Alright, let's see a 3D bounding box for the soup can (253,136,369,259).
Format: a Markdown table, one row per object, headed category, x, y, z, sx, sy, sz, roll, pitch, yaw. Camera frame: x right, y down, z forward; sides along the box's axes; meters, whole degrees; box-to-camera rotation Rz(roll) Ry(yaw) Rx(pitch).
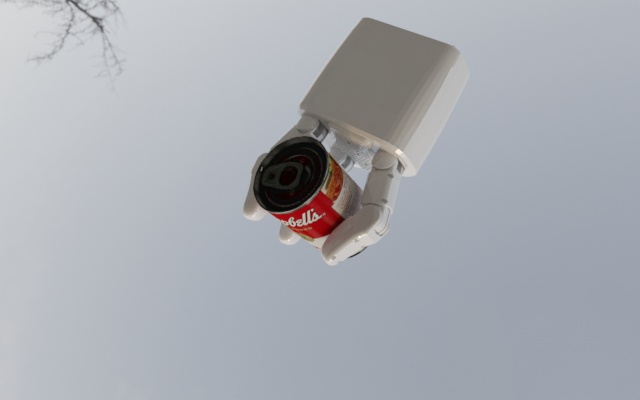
| category | x | y | z | sx | sy | sz | roll | pitch | yaw |
| --- | --- | --- | --- | --- | --- | --- | --- | --- | --- |
| soup can | 0.000 | 0.002 | 0.404 | 0.068 | 0.068 | 0.102 | 0 | -26 | 32 |
